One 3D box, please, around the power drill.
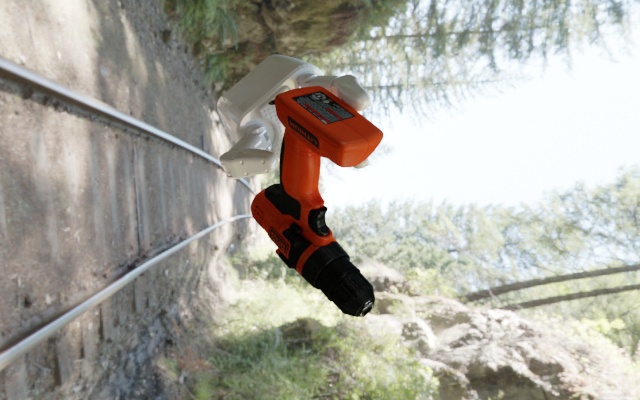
[{"bbox_3d":[0.000,0.001,0.461,0.057,0.188,0.184,-22,51,-37],"label":"power drill"}]
